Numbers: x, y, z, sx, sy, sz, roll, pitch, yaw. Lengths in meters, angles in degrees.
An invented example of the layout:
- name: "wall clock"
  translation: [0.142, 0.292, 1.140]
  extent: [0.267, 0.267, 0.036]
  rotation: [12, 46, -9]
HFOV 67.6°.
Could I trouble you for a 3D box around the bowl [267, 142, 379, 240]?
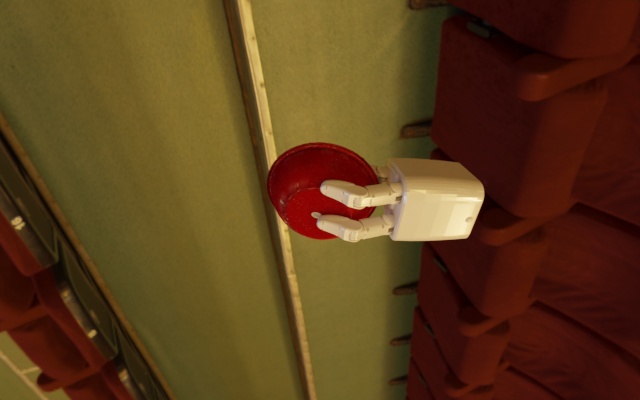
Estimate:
- name: "bowl"
  translation: [-0.001, 0.002, 0.655]
  extent: [0.162, 0.162, 0.055]
  rotation: [0, 39, 9]
